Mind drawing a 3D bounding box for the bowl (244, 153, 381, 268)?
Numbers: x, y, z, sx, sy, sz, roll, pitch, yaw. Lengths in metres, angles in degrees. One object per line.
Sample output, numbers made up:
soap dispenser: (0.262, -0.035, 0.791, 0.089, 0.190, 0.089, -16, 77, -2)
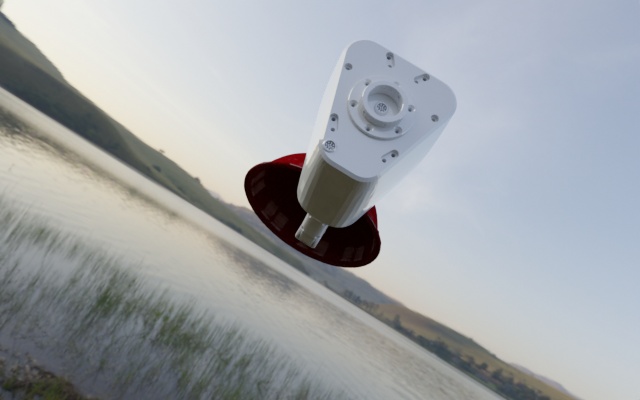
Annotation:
bowl: (0.000, 0.002, 0.514, 0.162, 0.055, 0.162, 23, -33, 16)
